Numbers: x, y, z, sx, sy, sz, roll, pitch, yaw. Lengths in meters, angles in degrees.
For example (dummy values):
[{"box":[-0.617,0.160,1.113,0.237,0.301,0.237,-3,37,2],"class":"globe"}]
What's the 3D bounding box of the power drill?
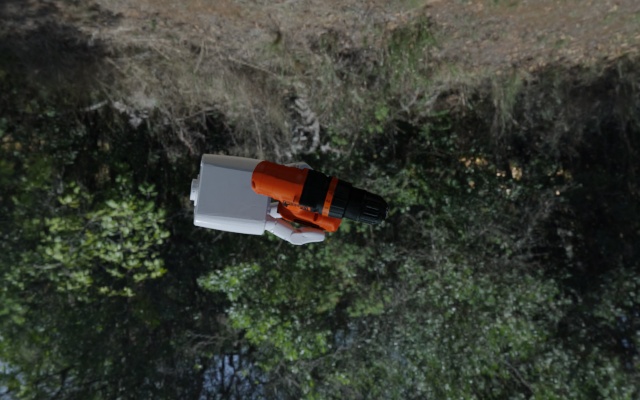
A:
[{"box":[0.000,0.002,0.692,0.184,0.057,0.188,18,-11,3],"class":"power drill"}]
